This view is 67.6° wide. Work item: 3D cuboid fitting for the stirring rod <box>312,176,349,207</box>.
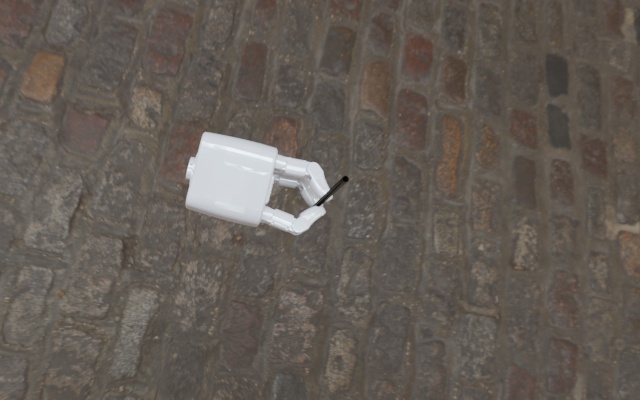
[{"bbox_3d":[0.000,0.002,0.689,0.011,0.011,0.239,0,-14,-15],"label":"stirring rod"}]
